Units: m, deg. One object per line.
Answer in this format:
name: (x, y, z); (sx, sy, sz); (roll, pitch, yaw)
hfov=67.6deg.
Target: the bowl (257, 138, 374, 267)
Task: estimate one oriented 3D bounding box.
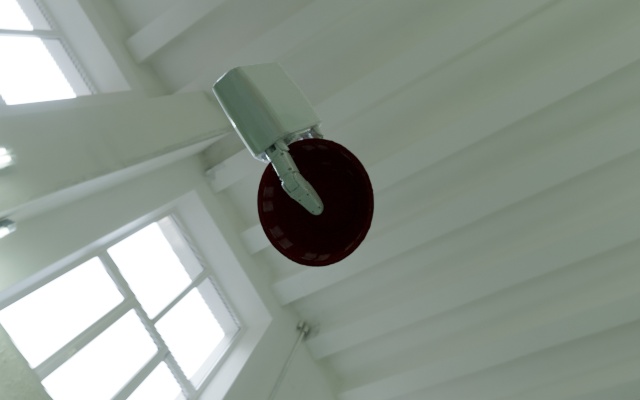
bowl: (0.001, 0.003, 0.620); (0.162, 0.162, 0.055); (0, 2, 24)
